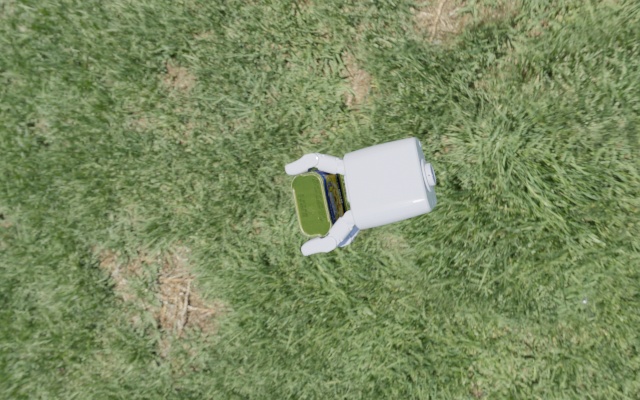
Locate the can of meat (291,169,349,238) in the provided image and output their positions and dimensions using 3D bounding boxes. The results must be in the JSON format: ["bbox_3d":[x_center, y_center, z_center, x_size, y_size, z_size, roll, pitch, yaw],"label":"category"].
[{"bbox_3d":[0.000,0.002,0.728,0.057,0.102,0.084,-11,3,21],"label":"can of meat"}]
